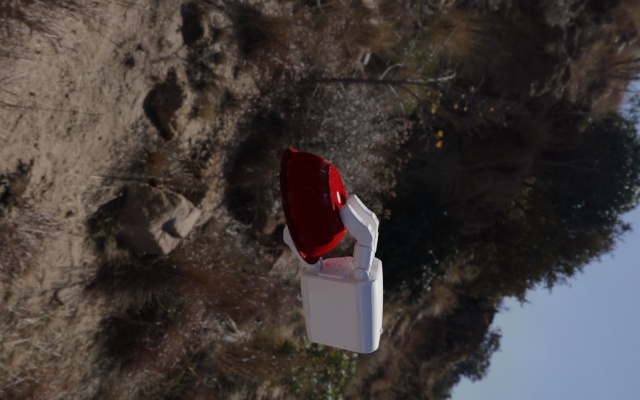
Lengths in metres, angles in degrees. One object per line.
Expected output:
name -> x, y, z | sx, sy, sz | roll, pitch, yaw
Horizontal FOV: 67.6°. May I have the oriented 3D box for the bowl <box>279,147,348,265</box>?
bowl -> 0.000, 0.001, 0.639 | 0.055, 0.162, 0.162 | -12, -3, 15
